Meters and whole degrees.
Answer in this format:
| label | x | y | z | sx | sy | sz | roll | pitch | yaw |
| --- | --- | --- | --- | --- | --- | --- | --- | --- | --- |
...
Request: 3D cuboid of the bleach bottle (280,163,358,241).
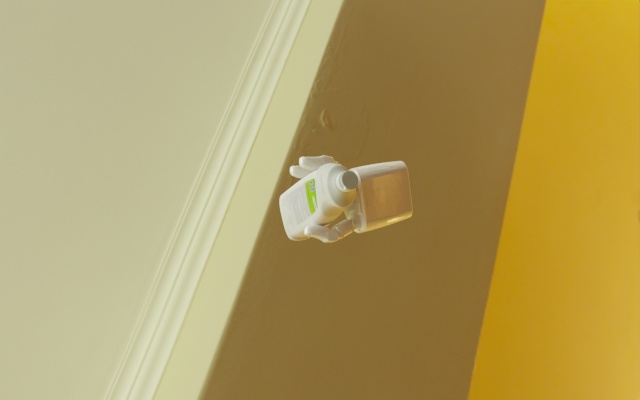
| label | x | y | z | sx | sy | sz | roll | pitch | yaw |
| --- | --- | --- | --- | --- | --- | --- | --- | --- | --- |
| bleach bottle | 0.000 | 0.003 | 0.817 | 0.068 | 0.102 | 0.251 | -13 | -6 | -24 |
